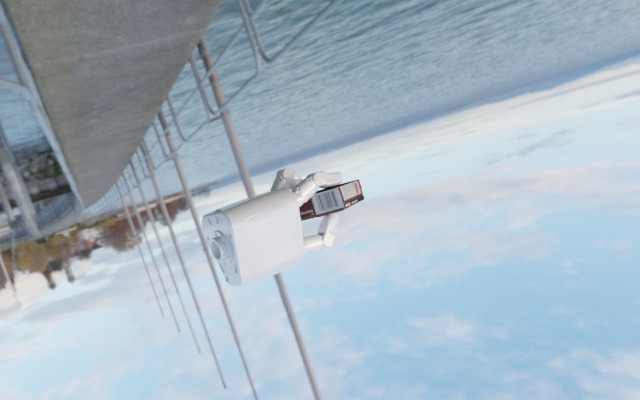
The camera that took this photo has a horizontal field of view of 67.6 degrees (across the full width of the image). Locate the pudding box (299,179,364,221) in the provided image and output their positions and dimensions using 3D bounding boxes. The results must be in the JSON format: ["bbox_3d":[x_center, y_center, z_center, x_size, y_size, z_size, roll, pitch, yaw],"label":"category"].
[{"bbox_3d":[0.000,0.003,0.741,0.113,0.039,0.090,-14,5,26],"label":"pudding box"}]
